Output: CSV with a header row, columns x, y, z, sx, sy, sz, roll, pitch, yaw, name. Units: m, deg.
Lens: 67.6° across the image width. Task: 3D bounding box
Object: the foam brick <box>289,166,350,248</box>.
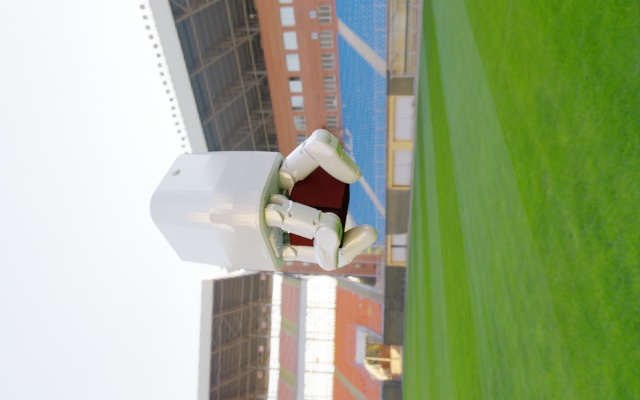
x,y,z,sx,sy,sz,roll,pitch,yaw,name
0.000,0.001,0.474,0.051,0.053,0.078,3,39,8,foam brick
